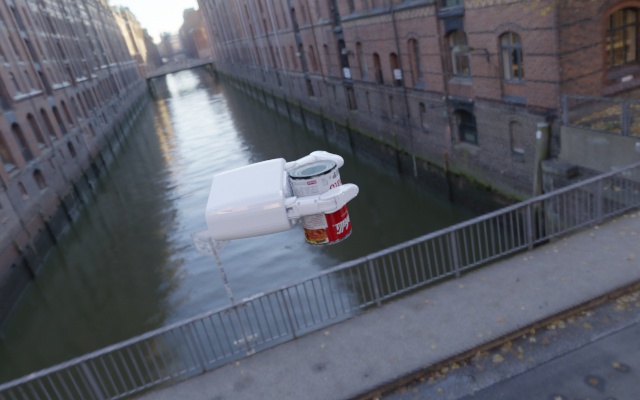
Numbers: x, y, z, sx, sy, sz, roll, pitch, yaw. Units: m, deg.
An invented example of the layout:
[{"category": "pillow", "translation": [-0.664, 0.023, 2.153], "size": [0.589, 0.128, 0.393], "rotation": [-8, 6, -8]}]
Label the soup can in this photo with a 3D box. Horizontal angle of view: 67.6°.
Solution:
[{"category": "soup can", "translation": [0.001, 0.002, 0.659], "size": [0.068, 0.102, 0.068], "rotation": [-12, 21, 5]}]
